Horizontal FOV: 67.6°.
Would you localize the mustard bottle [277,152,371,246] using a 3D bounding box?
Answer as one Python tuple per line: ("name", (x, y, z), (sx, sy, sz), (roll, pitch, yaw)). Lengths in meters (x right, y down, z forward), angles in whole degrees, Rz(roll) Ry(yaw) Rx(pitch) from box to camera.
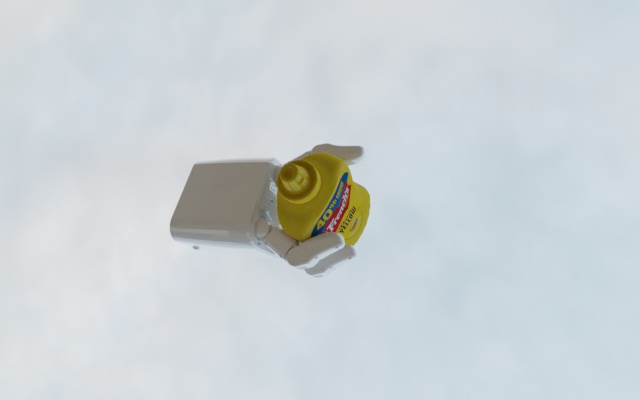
("mustard bottle", (0.000, 0.002, 0.512), (0.058, 0.096, 0.192), (28, -6, 24))
